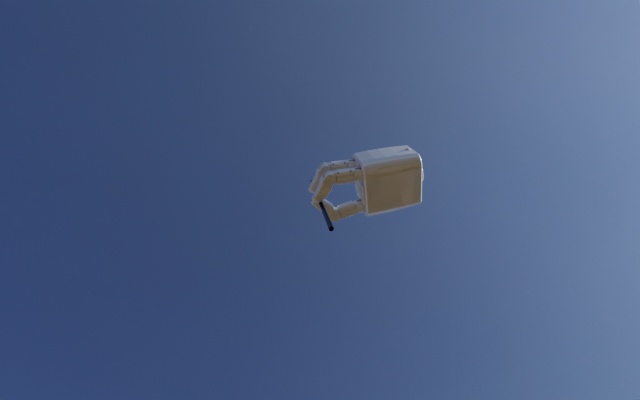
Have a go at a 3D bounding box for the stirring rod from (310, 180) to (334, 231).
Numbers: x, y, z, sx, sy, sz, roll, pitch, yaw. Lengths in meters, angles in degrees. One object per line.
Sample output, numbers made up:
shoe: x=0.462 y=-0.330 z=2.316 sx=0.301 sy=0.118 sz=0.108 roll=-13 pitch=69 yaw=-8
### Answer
stirring rod: x=0.000 y=0.003 z=0.836 sx=0.011 sy=0.011 sz=0.239 roll=0 pitch=20 yaw=-8
